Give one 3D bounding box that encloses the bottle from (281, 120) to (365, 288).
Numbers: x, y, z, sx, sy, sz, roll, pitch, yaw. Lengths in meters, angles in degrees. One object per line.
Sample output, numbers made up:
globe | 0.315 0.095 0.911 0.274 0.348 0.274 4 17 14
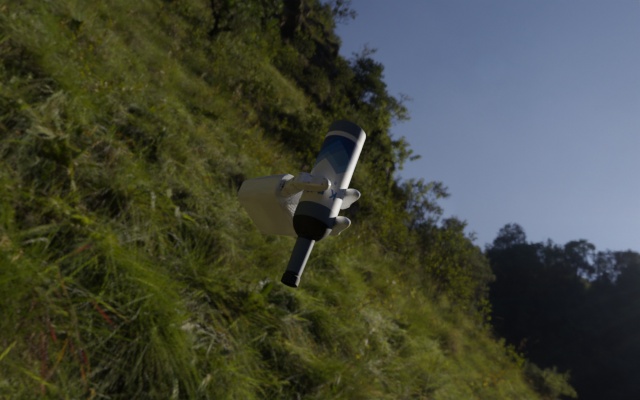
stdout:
bottle | 0.000 0.002 0.784 0.069 0.295 0.069 17 -25 8
